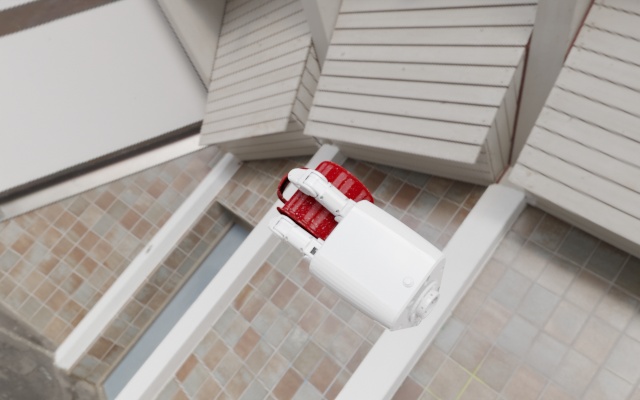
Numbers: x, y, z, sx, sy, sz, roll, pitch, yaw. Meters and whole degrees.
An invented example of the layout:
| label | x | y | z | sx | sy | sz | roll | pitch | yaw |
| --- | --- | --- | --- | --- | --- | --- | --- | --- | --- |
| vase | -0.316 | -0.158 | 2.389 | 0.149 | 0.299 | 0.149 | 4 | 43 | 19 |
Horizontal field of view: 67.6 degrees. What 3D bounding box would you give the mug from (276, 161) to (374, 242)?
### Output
| label | x | y | z | sx | sy | sz | roll | pitch | yaw |
| --- | --- | --- | --- | --- | --- | --- | --- | --- | --- |
| mug | -0.001 | 0.001 | 0.570 | 0.117 | 0.081 | 0.093 | 35 | -11 | 28 |
